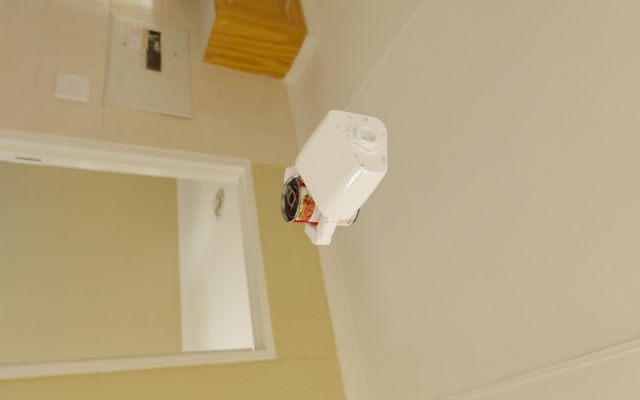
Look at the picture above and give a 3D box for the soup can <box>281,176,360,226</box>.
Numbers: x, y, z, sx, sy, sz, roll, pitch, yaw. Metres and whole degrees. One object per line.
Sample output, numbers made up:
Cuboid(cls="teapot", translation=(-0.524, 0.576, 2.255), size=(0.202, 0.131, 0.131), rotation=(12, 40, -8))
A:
Cuboid(cls="soup can", translation=(0.000, 0.003, 0.720), size=(0.102, 0.068, 0.068), rotation=(5, -2, -27))
